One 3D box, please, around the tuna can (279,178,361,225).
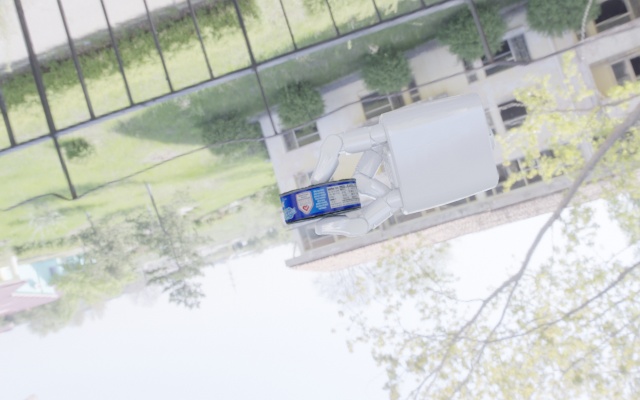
[{"bbox_3d":[0.000,0.002,0.517,0.086,0.034,0.086,-12,-3,-1],"label":"tuna can"}]
